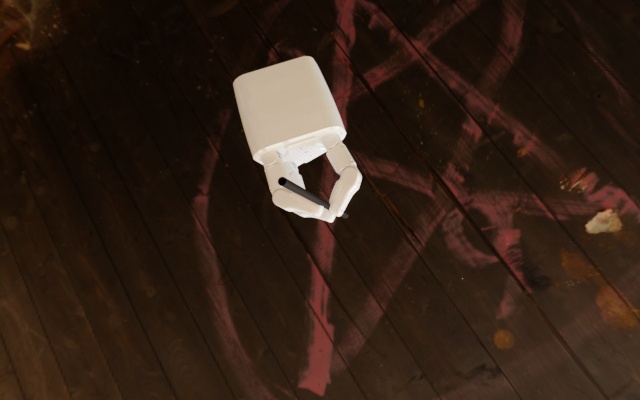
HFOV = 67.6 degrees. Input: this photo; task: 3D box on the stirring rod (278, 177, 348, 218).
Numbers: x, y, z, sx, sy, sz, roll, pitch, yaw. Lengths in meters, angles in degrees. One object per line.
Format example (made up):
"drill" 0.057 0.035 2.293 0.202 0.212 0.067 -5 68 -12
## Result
"stirring rod" 0.000 0.002 0.533 0.011 0.011 0.239 0 -9 17
